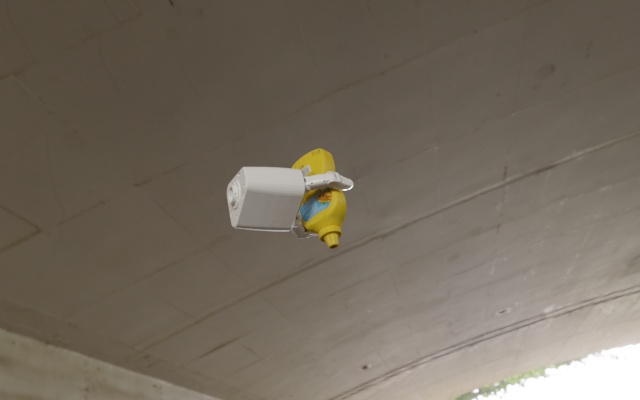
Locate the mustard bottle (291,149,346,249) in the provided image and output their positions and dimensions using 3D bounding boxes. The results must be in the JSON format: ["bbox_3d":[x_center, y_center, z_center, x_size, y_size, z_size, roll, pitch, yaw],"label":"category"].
[{"bbox_3d":[0.000,0.003,0.888,0.096,0.191,0.058,-35,-37,28],"label":"mustard bottle"}]
